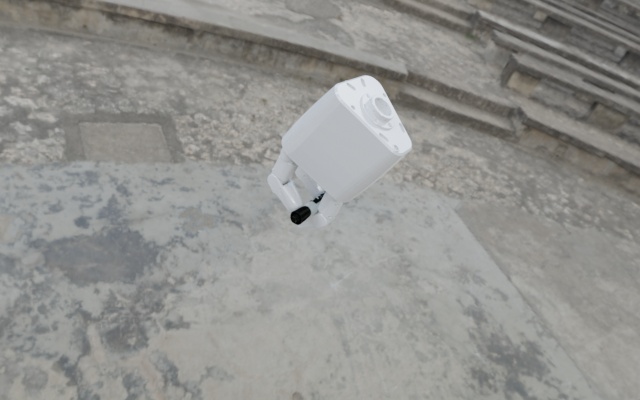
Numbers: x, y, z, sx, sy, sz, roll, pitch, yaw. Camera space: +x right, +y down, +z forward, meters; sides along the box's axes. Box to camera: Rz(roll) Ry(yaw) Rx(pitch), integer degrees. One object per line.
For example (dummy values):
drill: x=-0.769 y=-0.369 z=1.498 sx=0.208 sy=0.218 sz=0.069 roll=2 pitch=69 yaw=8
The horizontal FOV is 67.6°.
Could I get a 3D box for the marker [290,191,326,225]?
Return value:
marker: x=0.000 y=0.002 z=0.633 sx=0.020 sy=0.020 sz=0.121 roll=0 pitch=21 yaw=37
